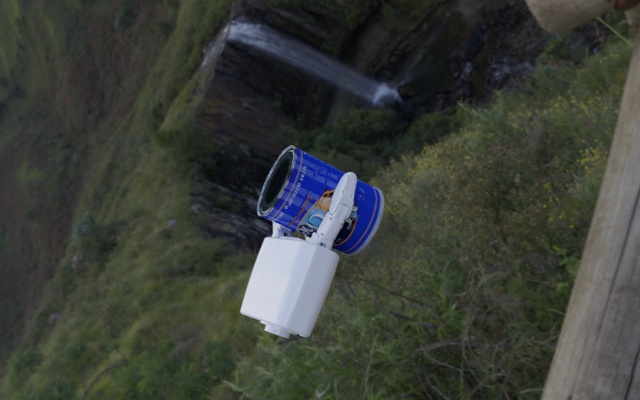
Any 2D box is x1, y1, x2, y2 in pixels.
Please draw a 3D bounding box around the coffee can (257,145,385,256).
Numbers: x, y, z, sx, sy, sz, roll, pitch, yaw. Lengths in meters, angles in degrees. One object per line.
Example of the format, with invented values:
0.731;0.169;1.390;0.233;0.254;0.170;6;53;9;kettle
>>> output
0.000;0.002;0.646;0.140;0.103;0.103;26;-9;-20;coffee can
